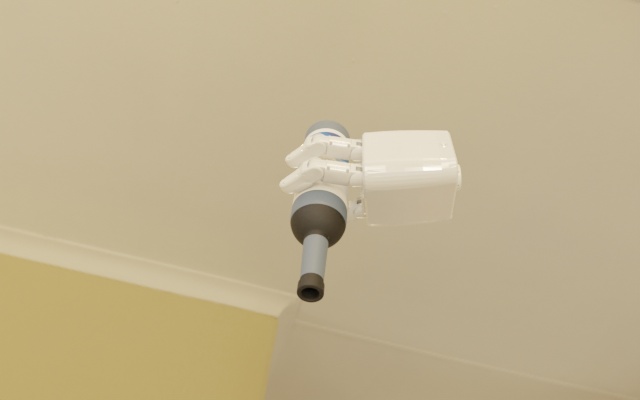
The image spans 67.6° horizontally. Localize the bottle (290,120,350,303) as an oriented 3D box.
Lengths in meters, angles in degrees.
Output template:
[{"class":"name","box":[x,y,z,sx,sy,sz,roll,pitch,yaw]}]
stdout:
[{"class":"bottle","box":[0.000,0.002,0.589,0.069,0.069,0.295,0,38,5]}]
